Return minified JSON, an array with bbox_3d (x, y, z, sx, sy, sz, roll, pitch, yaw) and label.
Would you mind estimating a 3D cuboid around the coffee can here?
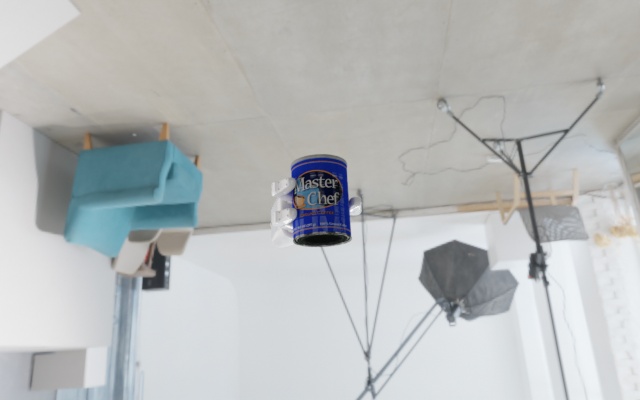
[{"bbox_3d":[0.000,0.003,0.837,0.103,0.140,0.103,-3,-18,-1],"label":"coffee can"}]
